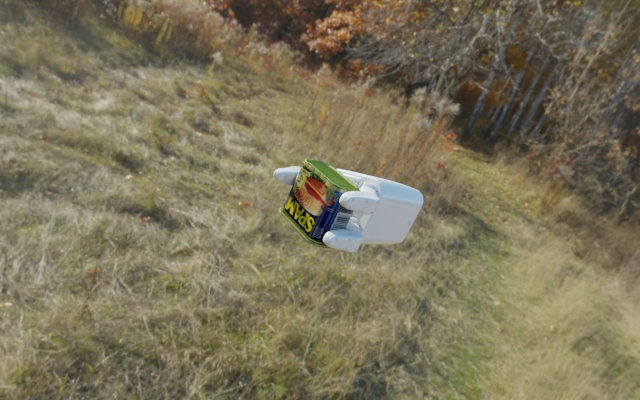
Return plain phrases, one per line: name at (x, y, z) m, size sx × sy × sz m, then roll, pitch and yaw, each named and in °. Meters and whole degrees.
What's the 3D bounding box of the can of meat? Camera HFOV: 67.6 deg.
can of meat at (0.000, 0.002, 0.637) m, size 0.057 × 0.084 × 0.102 m, roll 11°, pitch 22°, yaw -40°
